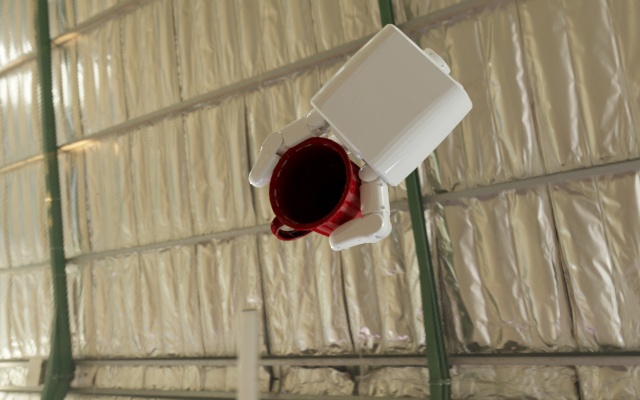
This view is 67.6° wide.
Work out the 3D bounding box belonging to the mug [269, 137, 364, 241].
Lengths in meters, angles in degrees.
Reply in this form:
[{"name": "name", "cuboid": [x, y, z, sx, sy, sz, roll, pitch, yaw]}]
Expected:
[{"name": "mug", "cuboid": [-0.001, 0.003, 0.489, 0.117, 0.093, 0.081, -44, -33, 12]}]
